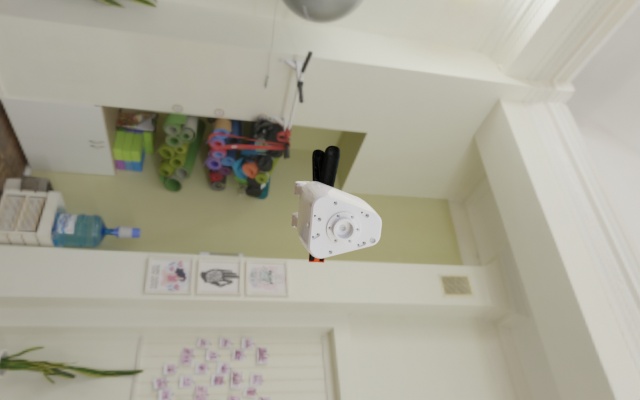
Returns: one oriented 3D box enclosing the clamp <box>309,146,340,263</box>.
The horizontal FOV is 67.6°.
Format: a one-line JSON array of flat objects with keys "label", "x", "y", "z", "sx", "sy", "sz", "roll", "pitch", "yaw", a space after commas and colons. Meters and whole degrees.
[{"label": "clamp", "x": 0.001, "y": 0.003, "z": 0.845, "sx": 0.036, "sy": 0.210, "sz": 0.164, "roll": 4, "pitch": 10, "yaw": -8}]
